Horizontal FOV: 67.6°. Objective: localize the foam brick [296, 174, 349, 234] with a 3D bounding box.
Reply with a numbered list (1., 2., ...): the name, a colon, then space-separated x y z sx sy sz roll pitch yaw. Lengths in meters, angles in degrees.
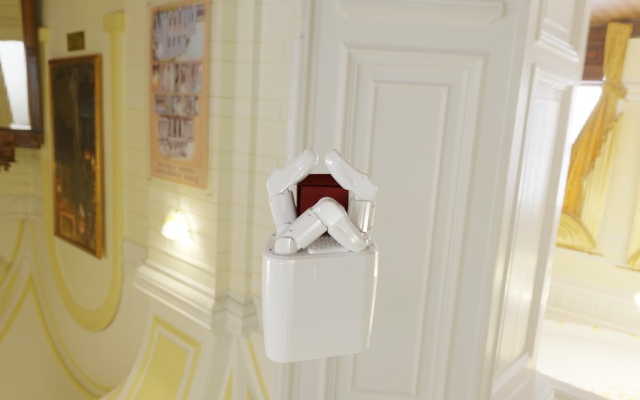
1. foam brick: 0.000 0.002 0.508 0.053 0.051 0.078 0 11 -3
